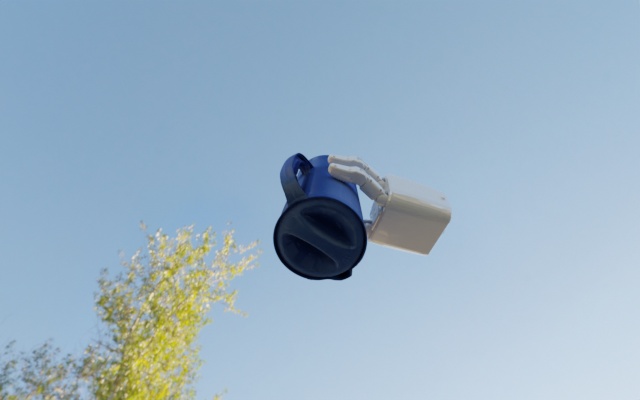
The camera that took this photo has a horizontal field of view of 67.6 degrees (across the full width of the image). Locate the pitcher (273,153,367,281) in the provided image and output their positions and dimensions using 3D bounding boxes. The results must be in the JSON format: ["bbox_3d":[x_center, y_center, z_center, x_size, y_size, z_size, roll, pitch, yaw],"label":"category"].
[{"bbox_3d":[0.000,0.003,0.770,0.145,0.149,0.242,15,23,-4],"label":"pitcher"}]
